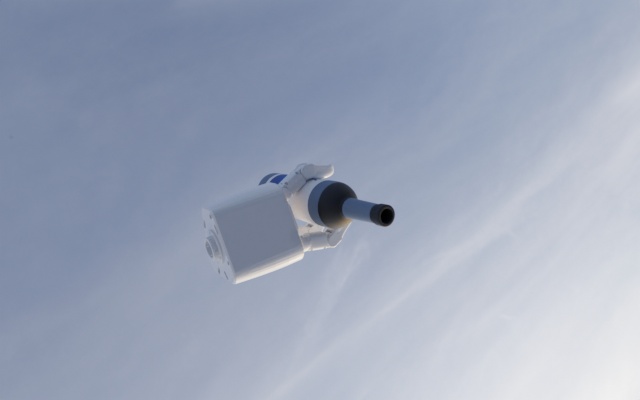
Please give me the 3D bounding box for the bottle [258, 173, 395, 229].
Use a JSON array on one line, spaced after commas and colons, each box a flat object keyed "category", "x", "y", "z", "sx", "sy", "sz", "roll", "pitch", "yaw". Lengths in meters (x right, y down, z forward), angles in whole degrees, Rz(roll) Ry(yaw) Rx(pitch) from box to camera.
[{"category": "bottle", "x": 0.000, "y": 0.002, "z": 0.695, "sx": 0.069, "sy": 0.069, "sz": 0.295, "roll": 0, "pitch": 6, "yaw": -33}]
